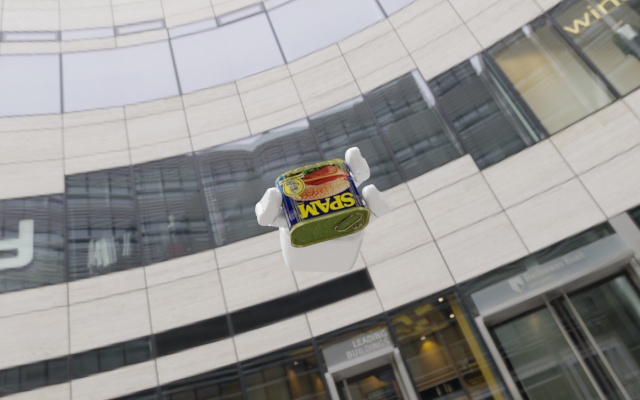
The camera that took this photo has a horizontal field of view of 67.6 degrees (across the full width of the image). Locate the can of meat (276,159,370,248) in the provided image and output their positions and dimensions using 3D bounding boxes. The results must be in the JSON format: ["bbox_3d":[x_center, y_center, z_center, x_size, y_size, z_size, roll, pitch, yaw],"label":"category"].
[{"bbox_3d":[0.000,0.002,0.602,0.102,0.084,0.057,-14,-32,-10],"label":"can of meat"}]
